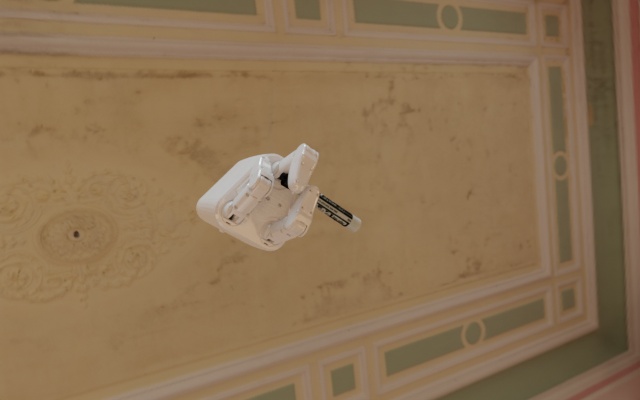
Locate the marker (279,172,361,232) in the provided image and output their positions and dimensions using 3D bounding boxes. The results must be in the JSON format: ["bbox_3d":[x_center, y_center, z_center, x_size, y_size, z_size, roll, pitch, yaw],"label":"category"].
[{"bbox_3d":[0.000,0.002,0.573,0.121,0.020,0.020,34,-16,-26],"label":"marker"}]
